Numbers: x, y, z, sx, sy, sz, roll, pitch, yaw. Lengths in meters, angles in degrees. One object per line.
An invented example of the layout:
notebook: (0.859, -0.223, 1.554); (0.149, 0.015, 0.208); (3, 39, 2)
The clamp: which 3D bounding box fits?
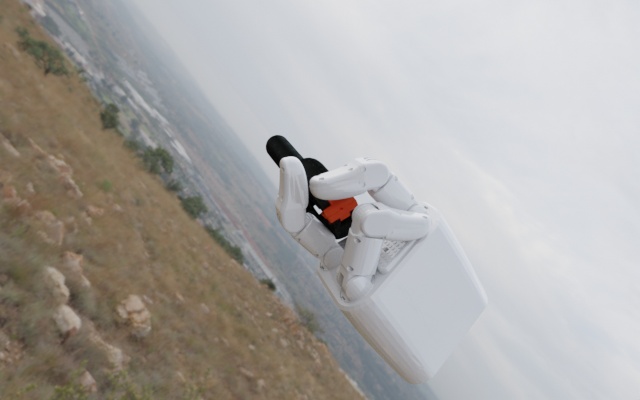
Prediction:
clamp: (0.001, 0.001, 0.454); (0.039, 0.120, 0.171); (-38, 24, -2)
